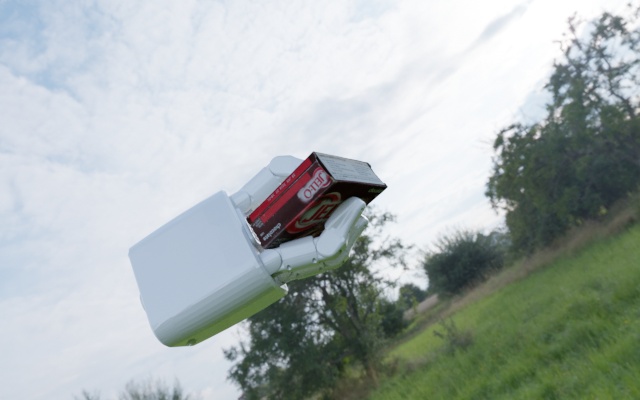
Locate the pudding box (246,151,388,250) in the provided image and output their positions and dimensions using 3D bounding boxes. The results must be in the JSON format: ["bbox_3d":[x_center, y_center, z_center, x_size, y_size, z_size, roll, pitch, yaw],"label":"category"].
[{"bbox_3d":[0.000,0.001,0.436,0.090,0.039,0.113,-42,-18,23],"label":"pudding box"}]
